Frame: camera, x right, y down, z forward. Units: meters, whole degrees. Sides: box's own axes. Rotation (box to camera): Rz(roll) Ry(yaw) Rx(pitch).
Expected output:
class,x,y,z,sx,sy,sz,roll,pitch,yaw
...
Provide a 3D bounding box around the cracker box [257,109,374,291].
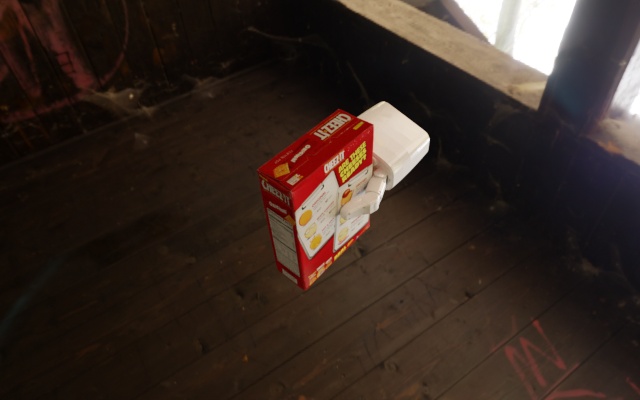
class,x,y,z,sx,sy,sz,roll,pitch,yaw
cracker box,0.000,0.002,0.687,0.072,0.214,0.164,31,56,29
